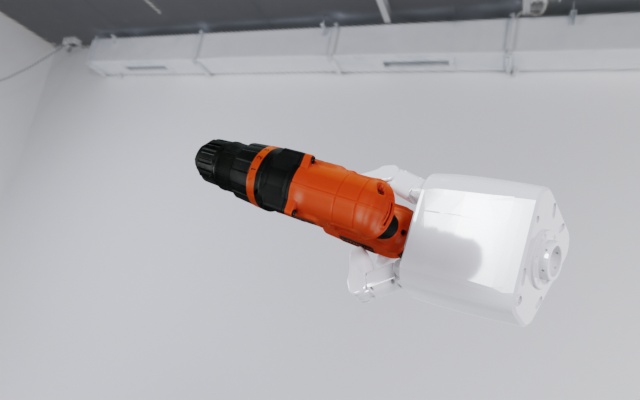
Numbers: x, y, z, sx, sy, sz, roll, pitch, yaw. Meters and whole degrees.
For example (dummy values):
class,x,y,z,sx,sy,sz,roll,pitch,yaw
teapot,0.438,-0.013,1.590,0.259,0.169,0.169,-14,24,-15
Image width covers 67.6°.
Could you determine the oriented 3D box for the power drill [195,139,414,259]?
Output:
class,x,y,z,sx,sy,sz,roll,pitch,yaw
power drill,0.001,0.002,0.441,0.184,0.057,0.188,19,-2,29
